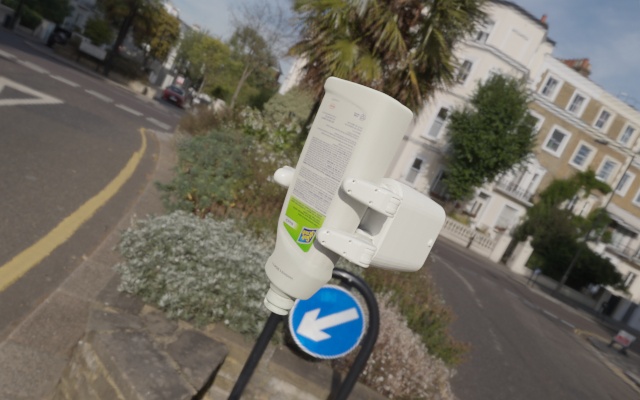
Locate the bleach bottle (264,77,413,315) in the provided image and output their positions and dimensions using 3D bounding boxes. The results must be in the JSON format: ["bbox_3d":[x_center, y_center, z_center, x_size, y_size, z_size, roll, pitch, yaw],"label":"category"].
[{"bbox_3d":[0.000,0.002,0.511,0.068,0.251,0.102,19,9,-45],"label":"bleach bottle"}]
